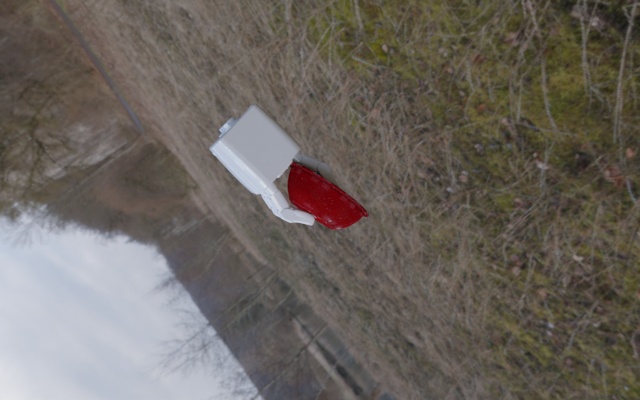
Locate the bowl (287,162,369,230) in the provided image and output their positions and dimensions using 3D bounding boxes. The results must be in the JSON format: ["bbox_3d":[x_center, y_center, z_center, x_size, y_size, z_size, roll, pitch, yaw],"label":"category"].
[{"bbox_3d":[0.001,0.004,0.806,0.162,0.055,0.162,33,-6,4],"label":"bowl"}]
